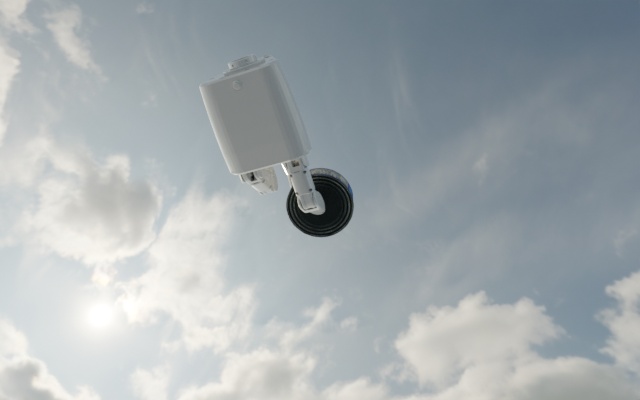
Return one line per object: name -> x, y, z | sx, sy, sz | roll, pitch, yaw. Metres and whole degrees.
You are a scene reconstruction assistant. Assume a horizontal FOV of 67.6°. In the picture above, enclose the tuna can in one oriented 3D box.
tuna can -> 0.000, 0.002, 0.617 | 0.086, 0.086, 0.033 | 0, 22, 4
